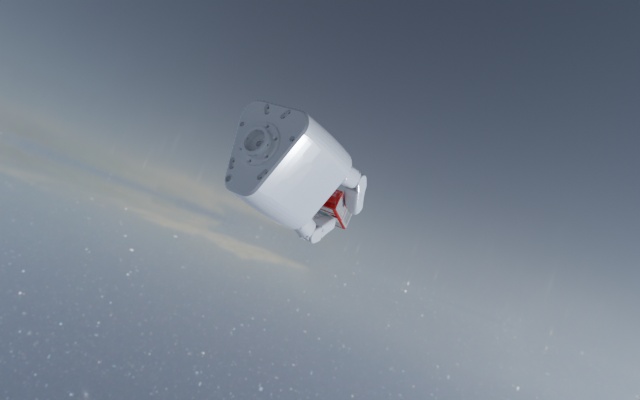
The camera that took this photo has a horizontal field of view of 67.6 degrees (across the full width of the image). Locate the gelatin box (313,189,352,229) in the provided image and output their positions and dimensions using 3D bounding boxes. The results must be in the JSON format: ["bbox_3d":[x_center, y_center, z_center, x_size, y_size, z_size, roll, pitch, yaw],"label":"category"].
[{"bbox_3d":[0.000,0.003,0.651,0.073,0.030,0.089,21,-15,19],"label":"gelatin box"}]
